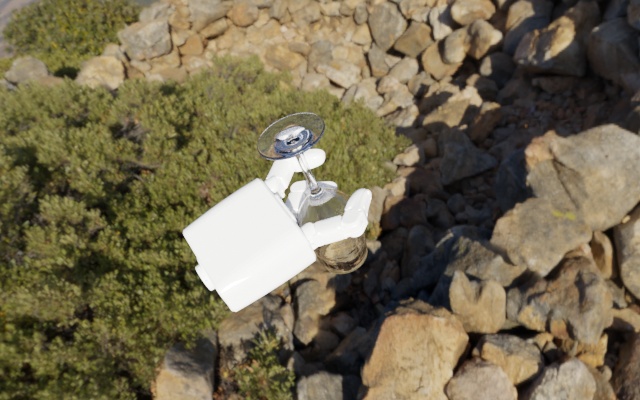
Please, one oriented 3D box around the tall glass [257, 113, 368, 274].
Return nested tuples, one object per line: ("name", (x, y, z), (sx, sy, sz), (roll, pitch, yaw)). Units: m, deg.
("tall glass", (0.000, 0.001, 0.552), (0.079, 0.079, 0.201), (0, -43, 26))
